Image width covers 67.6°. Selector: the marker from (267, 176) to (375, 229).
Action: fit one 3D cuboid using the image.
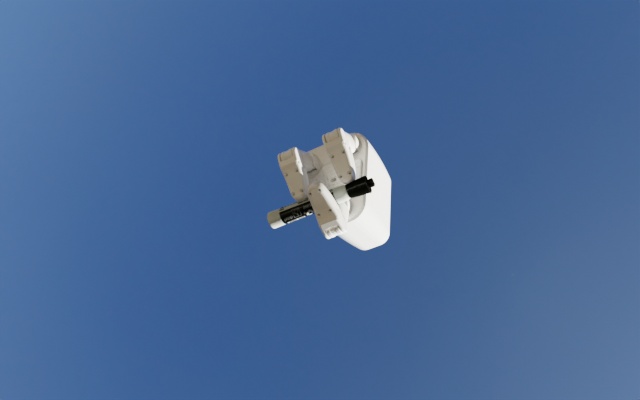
[{"bbox_3d":[0.000,0.002,0.503,0.121,0.020,0.020,-21,-7,17],"label":"marker"}]
